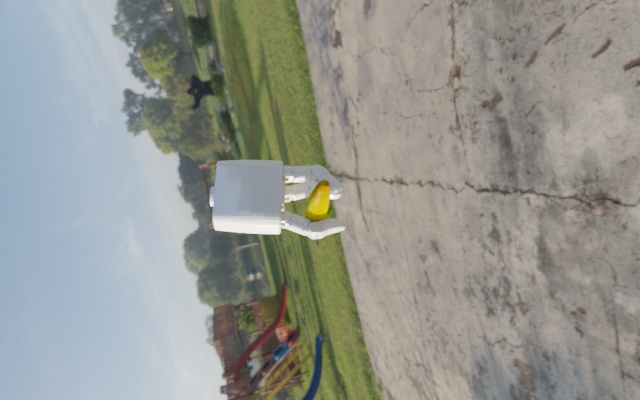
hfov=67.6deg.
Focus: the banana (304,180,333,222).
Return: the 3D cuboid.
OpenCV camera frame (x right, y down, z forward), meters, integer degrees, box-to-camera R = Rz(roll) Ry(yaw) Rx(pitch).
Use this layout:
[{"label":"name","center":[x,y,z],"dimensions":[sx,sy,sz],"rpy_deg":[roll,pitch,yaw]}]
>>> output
[{"label":"banana","center":[-0.005,0.021,0.793],"dimensions":[0.037,0.069,0.198],"rpy_deg":[16,-12,5]}]
